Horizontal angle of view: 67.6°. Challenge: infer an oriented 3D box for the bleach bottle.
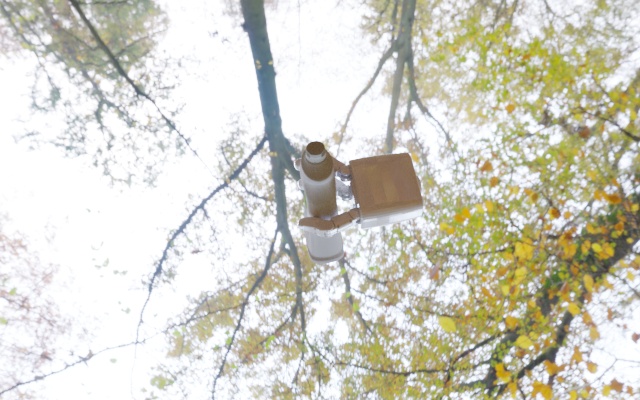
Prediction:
[{"bbox_3d":[0.000,0.003,0.802,0.068,0.102,0.251,-10,-36,-4],"label":"bleach bottle"}]
